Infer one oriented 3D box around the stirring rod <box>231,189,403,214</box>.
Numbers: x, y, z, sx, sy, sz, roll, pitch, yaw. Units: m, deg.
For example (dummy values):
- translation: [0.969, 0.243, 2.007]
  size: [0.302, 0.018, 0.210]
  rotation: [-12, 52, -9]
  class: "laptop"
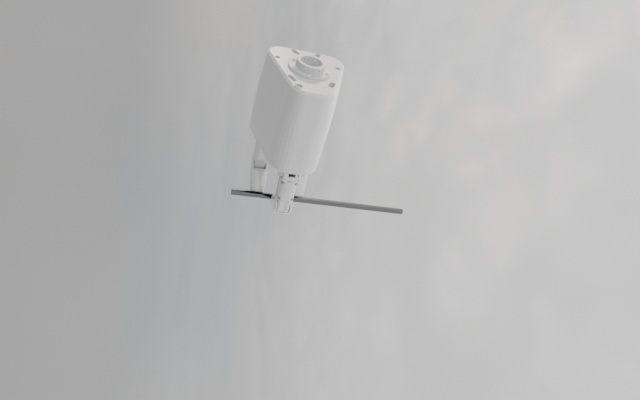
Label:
- translation: [0.000, 0.002, 0.649]
  size: [0.239, 0.011, 0.011]
  rotation: [7, -2, -15]
  class: "stirring rod"
